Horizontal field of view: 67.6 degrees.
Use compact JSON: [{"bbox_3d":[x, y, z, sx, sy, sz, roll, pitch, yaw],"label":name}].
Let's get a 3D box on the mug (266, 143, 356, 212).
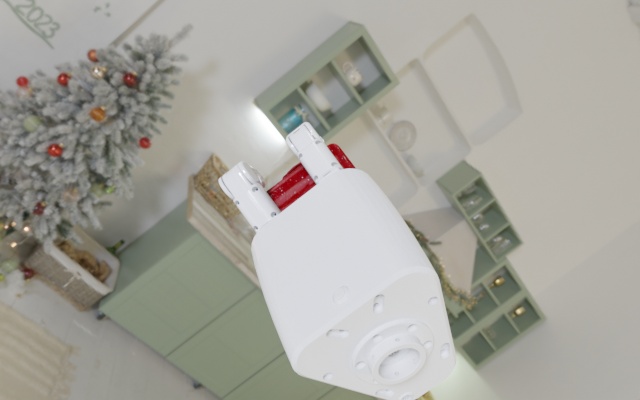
[{"bbox_3d":[0.000,0.000,0.404,0.081,0.093,0.117,-37,36,6],"label":"mug"}]
